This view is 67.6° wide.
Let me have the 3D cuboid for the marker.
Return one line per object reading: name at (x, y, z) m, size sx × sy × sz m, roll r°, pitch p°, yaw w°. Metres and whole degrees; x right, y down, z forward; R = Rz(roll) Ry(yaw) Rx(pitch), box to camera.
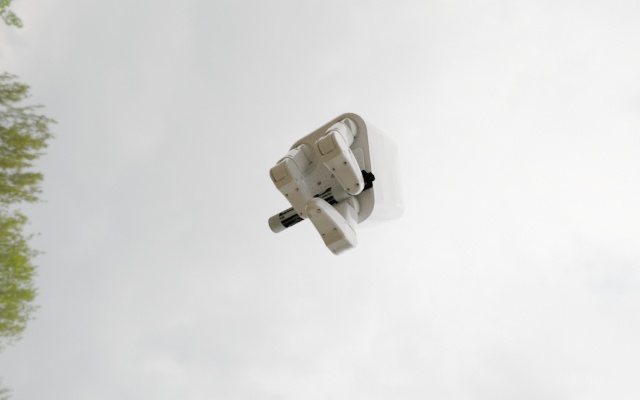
marker at (0.000, 0.002, 0.470) m, size 0.121 × 0.020 × 0.020 m, roll -27°, pitch -12°, yaw 25°
